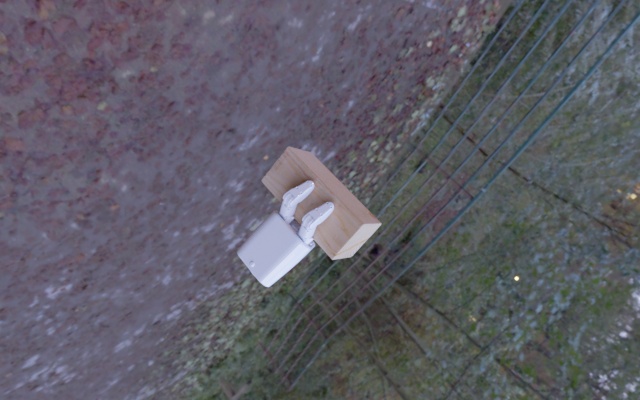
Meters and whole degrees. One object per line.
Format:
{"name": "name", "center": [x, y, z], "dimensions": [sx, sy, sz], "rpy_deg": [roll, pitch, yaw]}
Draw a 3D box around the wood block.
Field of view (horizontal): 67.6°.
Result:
{"name": "wood block", "center": [0.000, 0.003, 0.886], "dimensions": [0.206, 0.090, 0.091], "rpy_deg": [47, 18, 21]}
